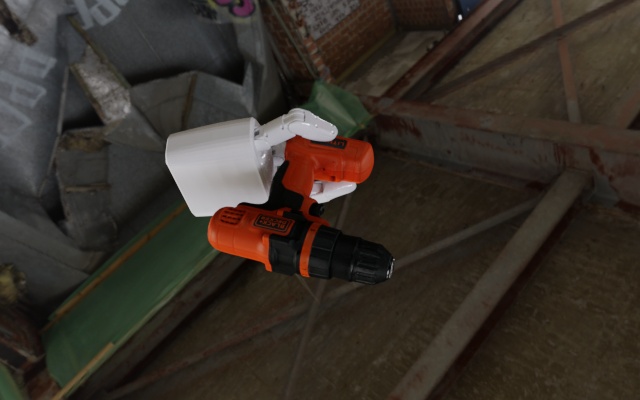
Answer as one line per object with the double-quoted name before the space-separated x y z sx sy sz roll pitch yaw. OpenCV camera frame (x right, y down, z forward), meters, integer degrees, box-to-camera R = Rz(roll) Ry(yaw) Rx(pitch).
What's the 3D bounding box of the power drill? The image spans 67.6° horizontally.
"power drill" 0.000 0.001 0.507 0.184 0.057 0.187 13 41 12
